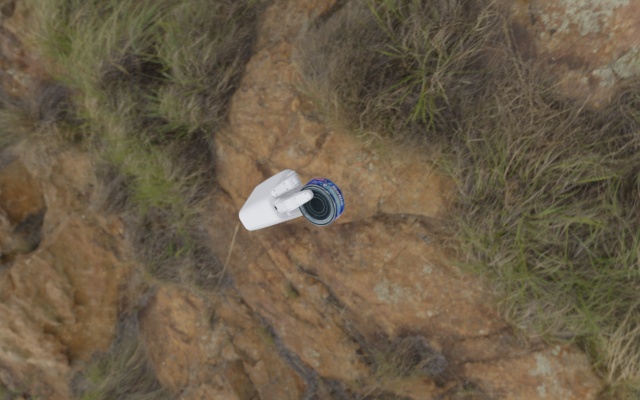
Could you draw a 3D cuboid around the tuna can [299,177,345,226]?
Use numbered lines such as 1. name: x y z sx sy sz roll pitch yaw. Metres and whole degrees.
1. tuna can: 0.000 0.003 0.878 0.086 0.086 0.033 0 23 34
